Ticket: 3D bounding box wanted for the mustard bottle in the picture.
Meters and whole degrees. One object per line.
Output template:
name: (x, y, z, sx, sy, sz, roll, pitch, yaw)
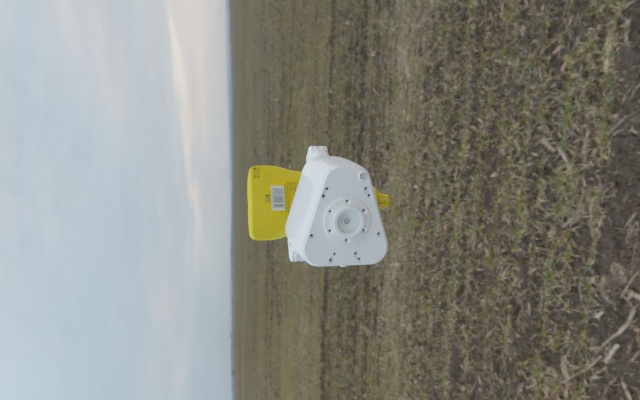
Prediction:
mustard bottle: (0.000, 0.002, 0.641, 0.191, 0.096, 0.058, -1, -15, -12)
